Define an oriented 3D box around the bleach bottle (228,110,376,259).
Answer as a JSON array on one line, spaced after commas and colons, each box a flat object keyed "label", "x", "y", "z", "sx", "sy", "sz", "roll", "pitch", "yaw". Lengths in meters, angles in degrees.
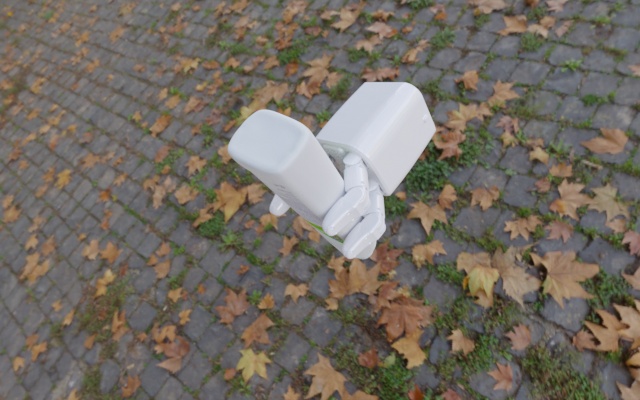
[{"label": "bleach bottle", "x": 0.000, "y": 0.002, "z": 0.574, "sx": 0.102, "sy": 0.068, "sz": 0.251, "roll": 28, "pitch": -14, "yaw": 40}]
